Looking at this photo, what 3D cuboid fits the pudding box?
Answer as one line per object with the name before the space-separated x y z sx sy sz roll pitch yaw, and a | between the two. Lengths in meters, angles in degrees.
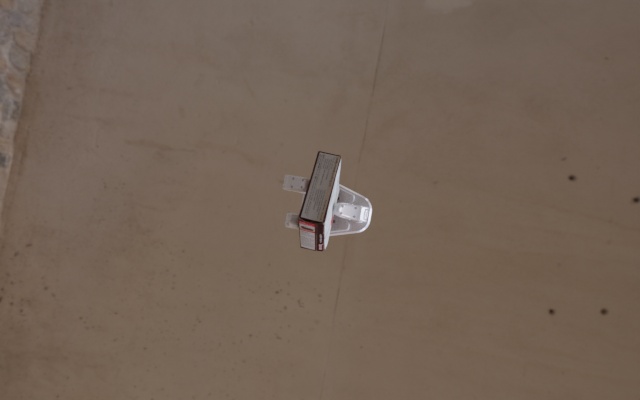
pudding box | 0.000 0.002 0.668 0.039 0.113 0.090 10 -30 6
